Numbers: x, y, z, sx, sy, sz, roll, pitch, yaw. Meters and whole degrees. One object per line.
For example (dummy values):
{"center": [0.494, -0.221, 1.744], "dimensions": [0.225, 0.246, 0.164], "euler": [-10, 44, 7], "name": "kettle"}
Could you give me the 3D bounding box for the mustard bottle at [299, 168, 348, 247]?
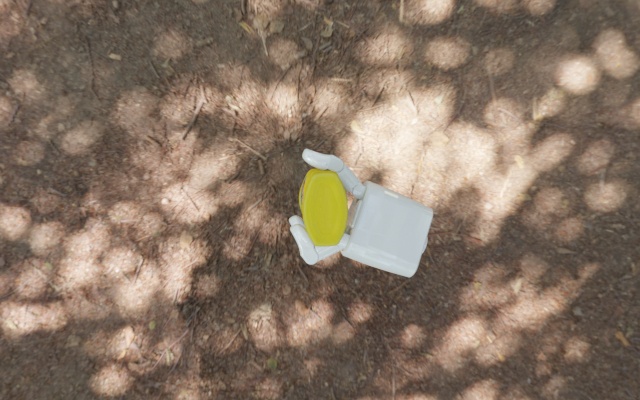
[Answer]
{"center": [0.000, 0.002, 0.686], "dimensions": [0.058, 0.096, 0.191], "euler": [-3, 6, -4], "name": "mustard bottle"}
